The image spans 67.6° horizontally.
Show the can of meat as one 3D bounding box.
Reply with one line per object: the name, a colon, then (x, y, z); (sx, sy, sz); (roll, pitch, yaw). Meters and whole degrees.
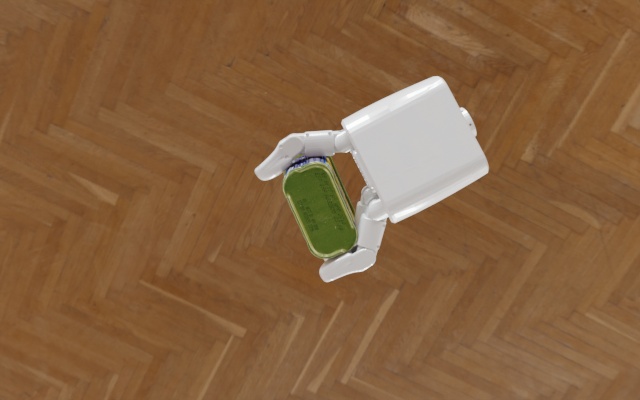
can of meat: (0.000, 0.002, 0.499); (0.057, 0.102, 0.084); (-23, 13, 5)
